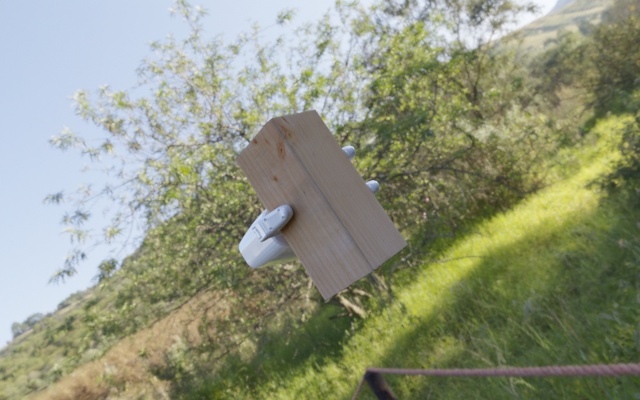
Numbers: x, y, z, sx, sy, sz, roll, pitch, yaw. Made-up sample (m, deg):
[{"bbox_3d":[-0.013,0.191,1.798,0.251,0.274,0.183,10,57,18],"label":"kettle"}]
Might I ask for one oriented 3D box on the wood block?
[{"bbox_3d":[0.000,0.002,0.585,0.090,0.206,0.091,-40,-9,39],"label":"wood block"}]
